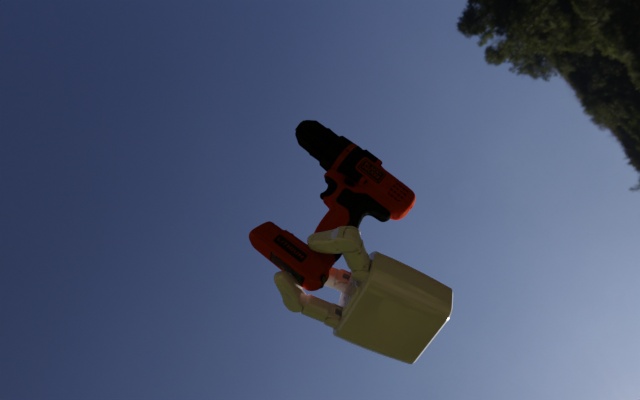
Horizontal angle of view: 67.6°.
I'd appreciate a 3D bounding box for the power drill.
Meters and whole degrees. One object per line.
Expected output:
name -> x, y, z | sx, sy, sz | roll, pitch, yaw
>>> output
power drill -> 0.000, 0.002, 0.594 | 0.184, 0.187, 0.057 | 37, -22, 12
